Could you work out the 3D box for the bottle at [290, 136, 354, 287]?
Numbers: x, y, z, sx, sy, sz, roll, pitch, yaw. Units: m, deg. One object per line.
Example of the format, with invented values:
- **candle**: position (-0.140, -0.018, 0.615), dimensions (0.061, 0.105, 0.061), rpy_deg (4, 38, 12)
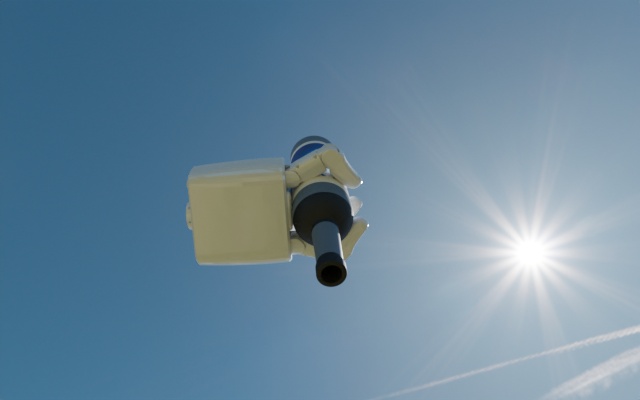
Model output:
- **bottle**: position (0.000, 0.002, 0.547), dimensions (0.069, 0.069, 0.295), rpy_deg (0, 25, -4)
